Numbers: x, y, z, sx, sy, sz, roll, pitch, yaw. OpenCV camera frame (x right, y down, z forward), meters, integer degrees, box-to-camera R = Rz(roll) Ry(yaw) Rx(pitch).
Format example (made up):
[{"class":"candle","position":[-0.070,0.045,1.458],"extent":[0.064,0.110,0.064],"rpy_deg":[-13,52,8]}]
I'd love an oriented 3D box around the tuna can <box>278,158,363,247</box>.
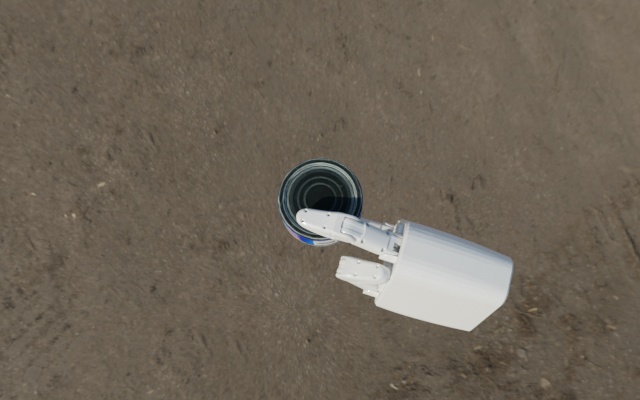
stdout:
[{"class":"tuna can","position":[0.000,0.001,0.482],"extent":[0.086,0.086,0.034],"rpy_deg":[0,-14,2]}]
